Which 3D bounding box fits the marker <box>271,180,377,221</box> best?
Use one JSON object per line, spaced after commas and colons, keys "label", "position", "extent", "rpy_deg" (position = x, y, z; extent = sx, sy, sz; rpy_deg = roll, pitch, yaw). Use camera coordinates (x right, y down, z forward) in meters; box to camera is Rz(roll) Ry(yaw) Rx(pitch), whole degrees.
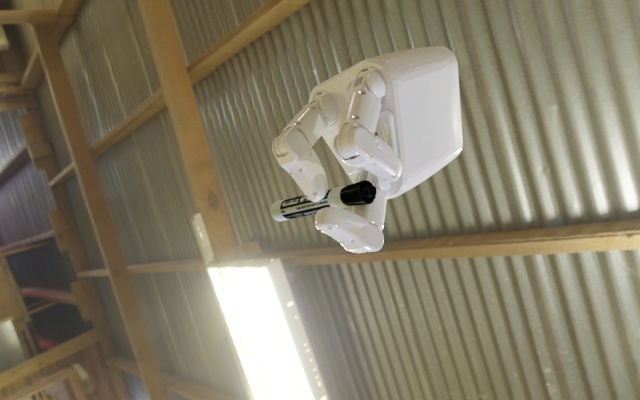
{"label": "marker", "position": [0.000, 0.001, 0.401], "extent": [0.020, 0.020, 0.121], "rpy_deg": [0, -9, -41]}
